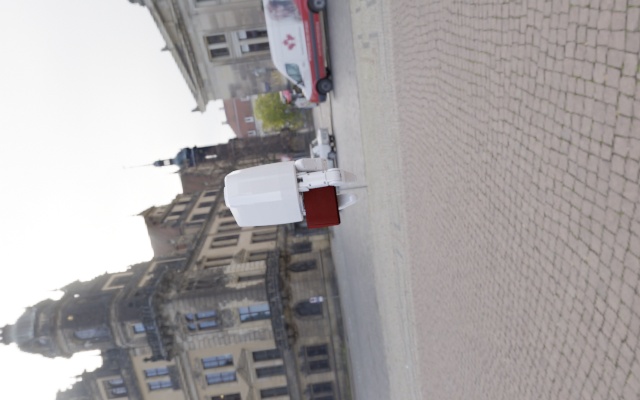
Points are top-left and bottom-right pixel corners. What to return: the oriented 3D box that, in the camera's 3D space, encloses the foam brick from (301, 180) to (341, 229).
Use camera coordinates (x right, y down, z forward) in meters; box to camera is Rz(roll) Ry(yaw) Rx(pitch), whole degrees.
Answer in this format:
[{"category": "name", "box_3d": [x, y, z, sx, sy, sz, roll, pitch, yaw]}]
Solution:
[{"category": "foam brick", "box_3d": [0.000, 0.003, 0.741, 0.051, 0.078, 0.053, -8, -9, -1]}]
